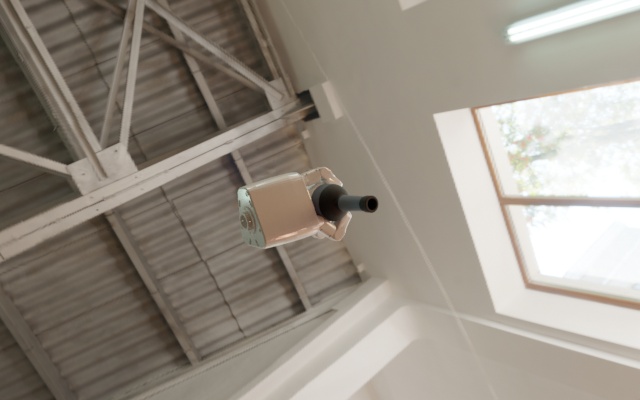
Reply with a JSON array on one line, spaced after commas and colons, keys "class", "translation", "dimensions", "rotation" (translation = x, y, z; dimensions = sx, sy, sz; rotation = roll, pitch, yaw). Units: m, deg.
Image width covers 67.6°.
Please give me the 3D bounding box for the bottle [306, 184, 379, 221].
[{"class": "bottle", "translation": [0.000, 0.003, 0.872], "dimensions": [0.069, 0.069, 0.295], "rotation": [0, 1, -33]}]
